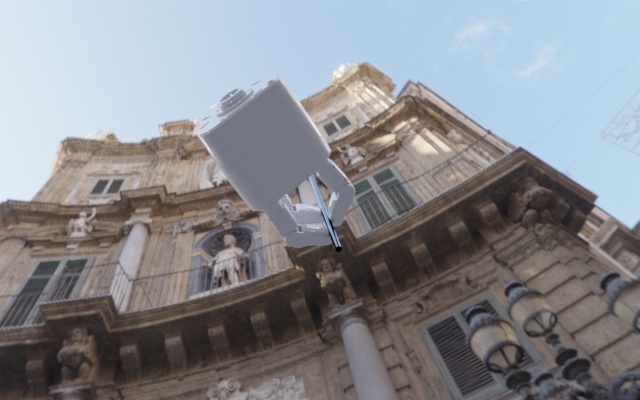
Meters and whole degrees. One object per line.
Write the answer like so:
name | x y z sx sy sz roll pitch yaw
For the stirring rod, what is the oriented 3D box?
stirring rod | 0.000 0.002 0.636 0.011 0.011 0.239 0 26 -11
